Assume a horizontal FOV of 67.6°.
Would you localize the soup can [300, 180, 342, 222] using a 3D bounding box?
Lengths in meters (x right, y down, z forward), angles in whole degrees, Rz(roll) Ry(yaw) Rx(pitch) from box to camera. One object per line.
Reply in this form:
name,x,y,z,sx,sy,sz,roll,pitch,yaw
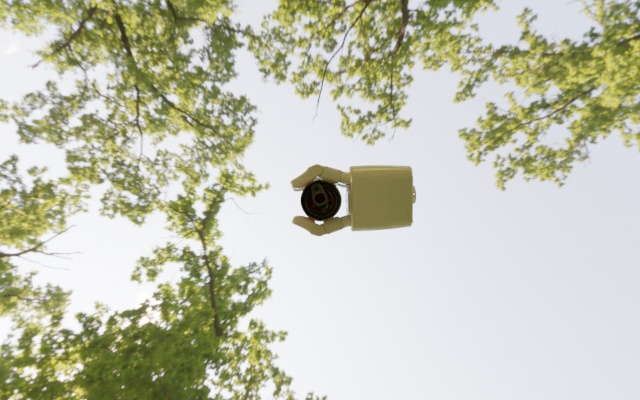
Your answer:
soup can,0.000,0.003,0.825,0.068,0.068,0.102,0,-3,-1
